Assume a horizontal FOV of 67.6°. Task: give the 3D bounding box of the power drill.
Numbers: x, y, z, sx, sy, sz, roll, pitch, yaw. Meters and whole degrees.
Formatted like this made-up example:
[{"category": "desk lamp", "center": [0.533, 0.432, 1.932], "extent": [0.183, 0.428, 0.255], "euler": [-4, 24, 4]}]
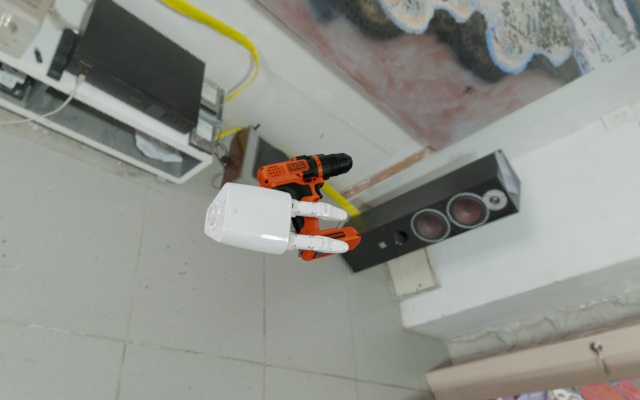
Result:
[{"category": "power drill", "center": [0.000, 0.003, 0.840], "extent": [0.184, 0.187, 0.057], "euler": [-14, -26, -21]}]
